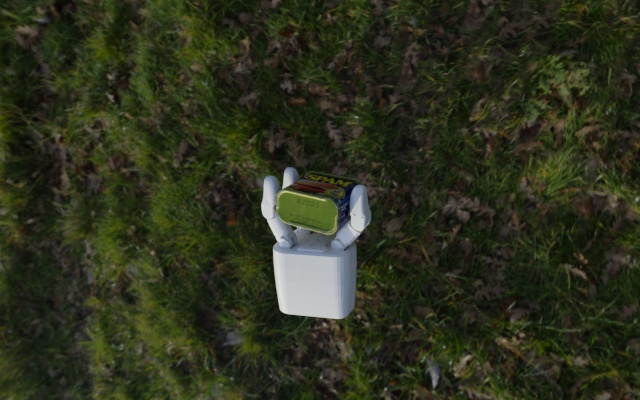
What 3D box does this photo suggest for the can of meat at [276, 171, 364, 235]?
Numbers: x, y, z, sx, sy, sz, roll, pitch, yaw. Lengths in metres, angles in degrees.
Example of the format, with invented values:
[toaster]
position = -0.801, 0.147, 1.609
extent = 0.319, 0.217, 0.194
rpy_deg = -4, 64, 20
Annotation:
[can of meat]
position = 0.000, 0.002, 0.666
extent = 0.102, 0.057, 0.084
rpy_deg = 13, 25, 26
